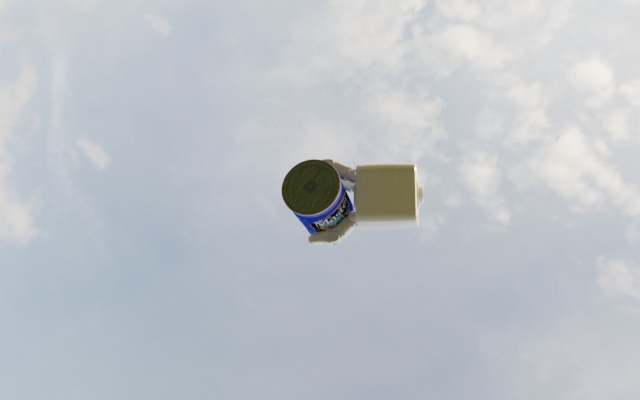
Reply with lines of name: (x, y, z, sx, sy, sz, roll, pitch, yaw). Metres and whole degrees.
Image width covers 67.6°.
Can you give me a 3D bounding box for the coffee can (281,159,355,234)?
coffee can: (0.000, 0.003, 0.858, 0.103, 0.102, 0.140, 0, -22, 15)
